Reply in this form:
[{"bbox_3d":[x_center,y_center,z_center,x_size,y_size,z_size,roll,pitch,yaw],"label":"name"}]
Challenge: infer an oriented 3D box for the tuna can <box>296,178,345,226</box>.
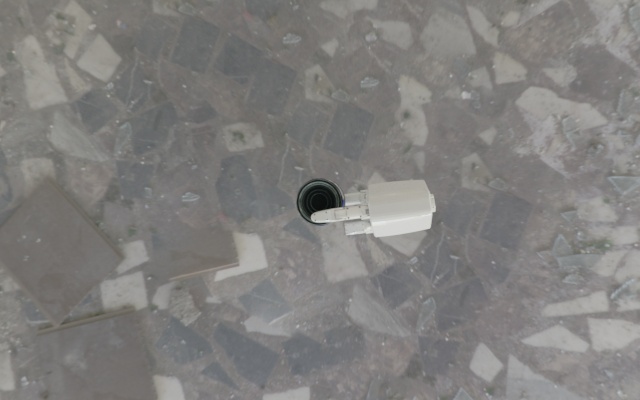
[{"bbox_3d":[0.000,0.003,0.857,0.086,0.086,0.034,0,2,11],"label":"tuna can"}]
